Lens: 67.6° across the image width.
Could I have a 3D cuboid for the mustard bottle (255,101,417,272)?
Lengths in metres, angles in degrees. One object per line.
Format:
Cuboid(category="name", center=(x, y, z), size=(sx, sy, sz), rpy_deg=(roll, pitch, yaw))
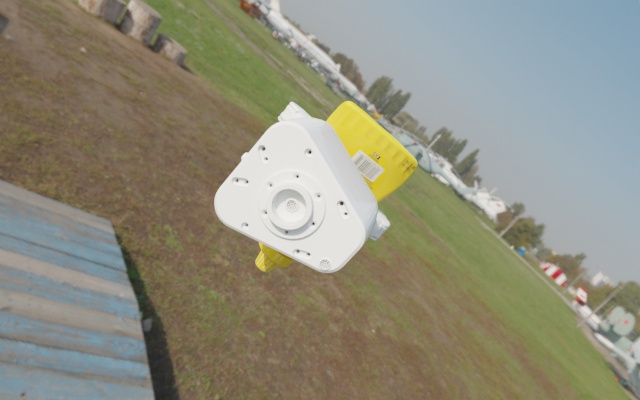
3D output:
Cuboid(category="mustard bottle", center=(0.000, 0.001, 0.483), size=(0.096, 0.192, 0.058), rpy_deg=(37, 14, -23))
